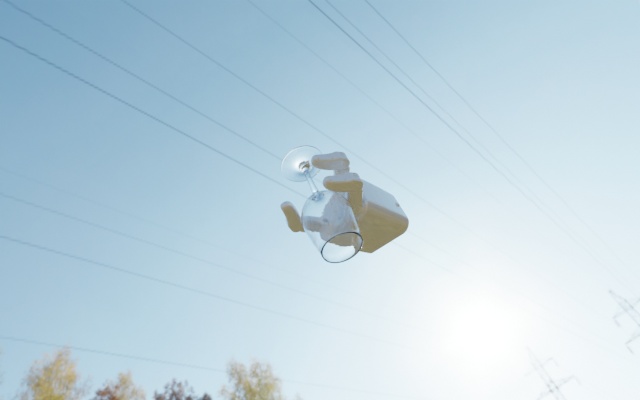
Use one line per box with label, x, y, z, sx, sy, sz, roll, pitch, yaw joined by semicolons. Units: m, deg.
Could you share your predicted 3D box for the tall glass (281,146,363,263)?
tall glass;0.000;0.002;0.730;0.079;0.079;0.201;0;40;-23
